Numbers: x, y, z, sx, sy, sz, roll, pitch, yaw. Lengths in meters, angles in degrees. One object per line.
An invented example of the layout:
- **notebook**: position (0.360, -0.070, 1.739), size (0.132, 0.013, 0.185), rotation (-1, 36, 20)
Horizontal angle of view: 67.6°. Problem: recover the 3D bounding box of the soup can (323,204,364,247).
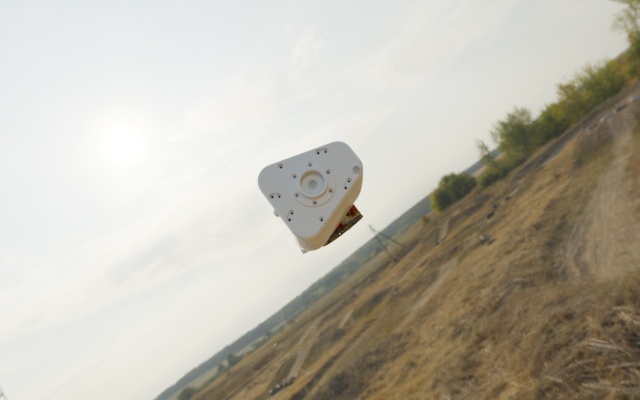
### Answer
- **soup can**: position (0.000, 0.002, 0.643), size (0.068, 0.102, 0.068), rotation (-37, -9, -7)
